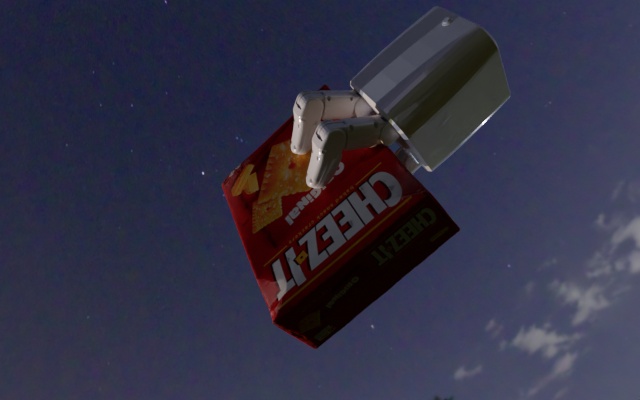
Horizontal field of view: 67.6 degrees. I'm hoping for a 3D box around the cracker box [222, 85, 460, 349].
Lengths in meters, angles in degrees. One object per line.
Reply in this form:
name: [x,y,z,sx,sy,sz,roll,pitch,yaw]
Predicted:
cracker box: [0.000,0.002,0.461,0.072,0.164,0.213,41,11,-40]
